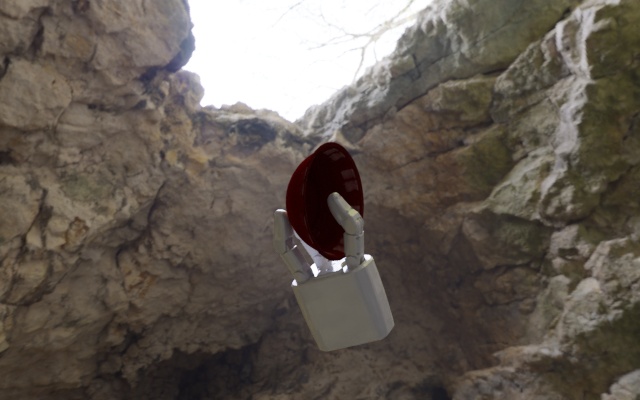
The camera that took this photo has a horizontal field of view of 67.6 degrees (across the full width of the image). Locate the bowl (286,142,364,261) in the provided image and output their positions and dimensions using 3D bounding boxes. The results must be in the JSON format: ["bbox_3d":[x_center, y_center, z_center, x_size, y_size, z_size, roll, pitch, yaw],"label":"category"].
[{"bbox_3d":[0.000,0.001,0.661,0.055,0.162,0.162,-2,-1,32],"label":"bowl"}]
